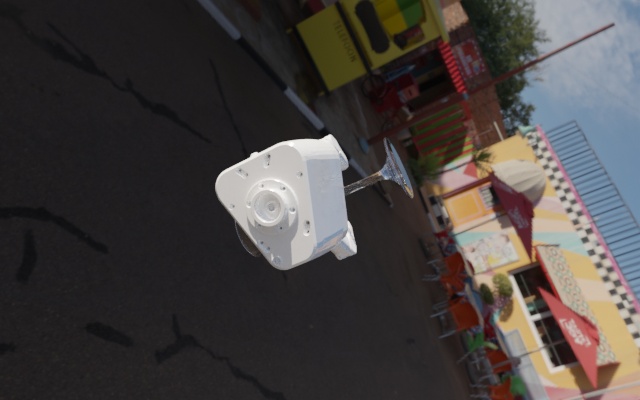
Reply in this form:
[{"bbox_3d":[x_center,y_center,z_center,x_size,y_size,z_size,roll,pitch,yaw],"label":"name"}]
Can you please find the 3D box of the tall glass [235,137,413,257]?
[{"bbox_3d":[0.001,0.002,0.556,0.201,0.079,0.079,-24,-8,17],"label":"tall glass"}]
